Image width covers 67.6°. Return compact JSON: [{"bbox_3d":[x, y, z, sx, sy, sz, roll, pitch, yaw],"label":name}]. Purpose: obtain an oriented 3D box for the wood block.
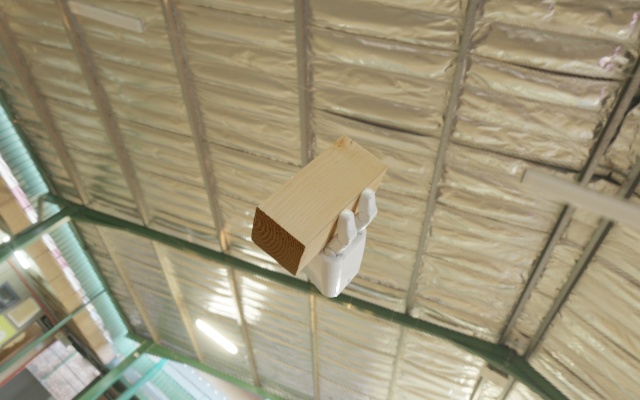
[{"bbox_3d":[0.000,0.002,0.725,0.091,0.090,0.206,37,54,14],"label":"wood block"}]
